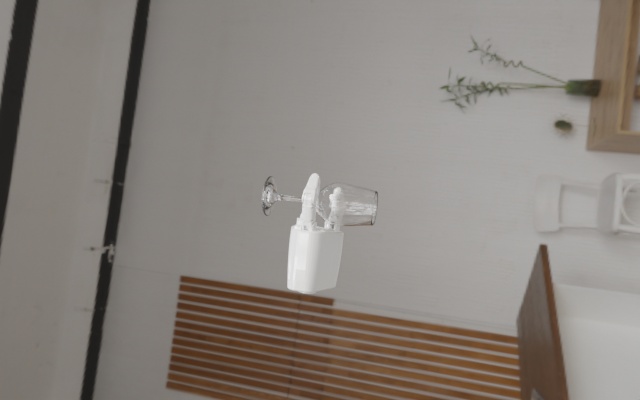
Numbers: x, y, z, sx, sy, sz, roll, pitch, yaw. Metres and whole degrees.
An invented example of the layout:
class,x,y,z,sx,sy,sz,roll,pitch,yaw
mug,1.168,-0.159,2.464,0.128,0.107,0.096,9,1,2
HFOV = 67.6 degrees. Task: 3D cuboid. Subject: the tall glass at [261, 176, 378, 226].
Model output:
class,x,y,z,sx,sy,sz,roll,pitch,yaw
tall glass,-0.001,0.003,0.864,0.201,0.079,0.079,6,1,14
